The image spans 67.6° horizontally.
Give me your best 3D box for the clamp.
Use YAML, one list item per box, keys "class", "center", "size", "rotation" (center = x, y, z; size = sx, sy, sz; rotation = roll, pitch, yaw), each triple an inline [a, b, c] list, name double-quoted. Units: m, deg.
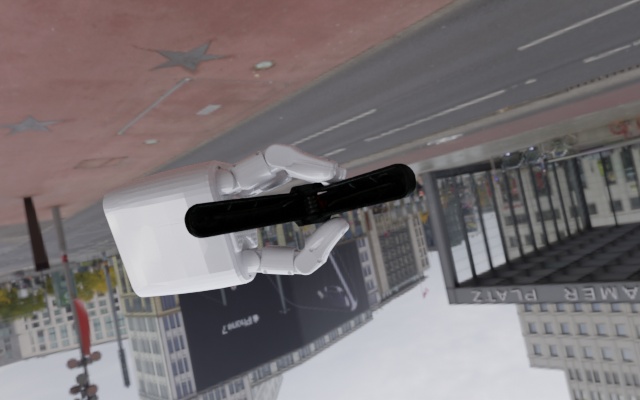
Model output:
- class: "clamp"
  center: [0.000, 0.002, 0.418]
  size: [0.164, 0.036, 0.210]
  rotation: [-11, -2, 10]
